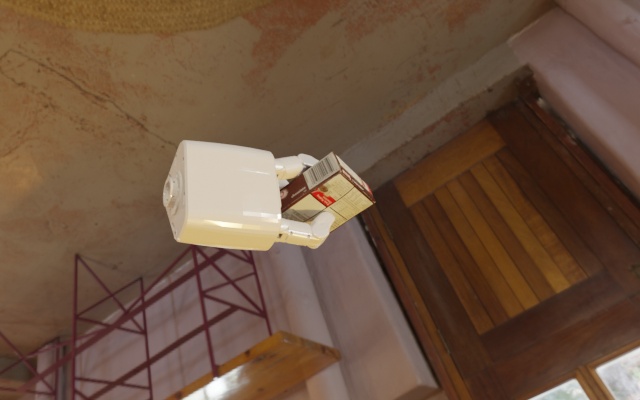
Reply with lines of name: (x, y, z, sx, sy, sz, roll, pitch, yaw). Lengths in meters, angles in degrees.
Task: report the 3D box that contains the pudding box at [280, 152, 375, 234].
pudding box: (0.000, 0.002, 0.612, 0.113, 0.039, 0.090, -34, -41, 17)
